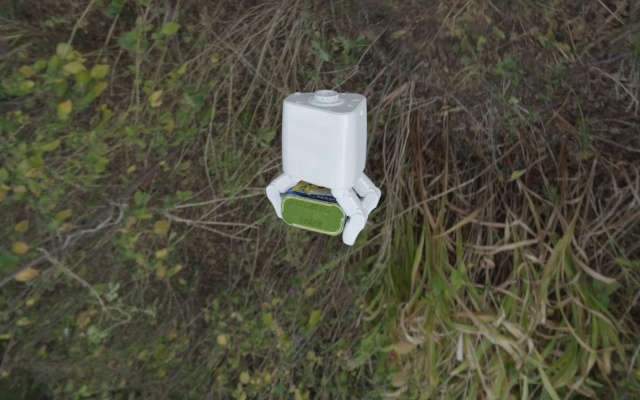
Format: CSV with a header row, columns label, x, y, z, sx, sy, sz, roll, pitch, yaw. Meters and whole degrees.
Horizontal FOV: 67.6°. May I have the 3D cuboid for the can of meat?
label,x,y,z,sx,sy,sz,roll,pitch,yaw
can of meat,0.000,0.003,0.709,0.102,0.057,0.084,12,31,14
